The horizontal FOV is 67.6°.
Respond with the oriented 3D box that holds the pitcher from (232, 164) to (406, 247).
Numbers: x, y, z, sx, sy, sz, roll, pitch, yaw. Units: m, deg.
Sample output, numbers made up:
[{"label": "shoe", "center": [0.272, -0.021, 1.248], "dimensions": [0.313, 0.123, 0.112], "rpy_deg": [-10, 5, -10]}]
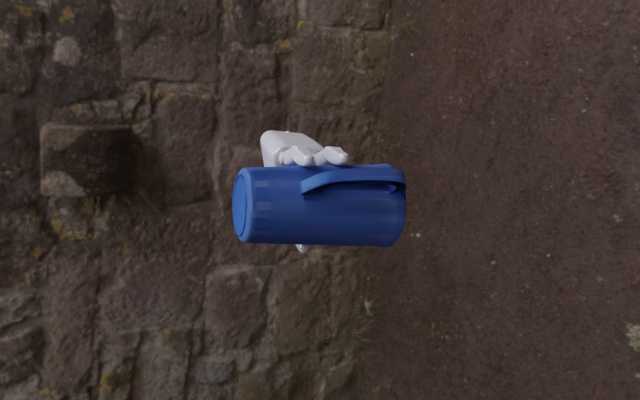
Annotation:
[{"label": "pitcher", "center": [0.000, 0.002, 0.712], "dimensions": [0.243, 0.149, 0.145], "rpy_deg": [0, 22, -22]}]
